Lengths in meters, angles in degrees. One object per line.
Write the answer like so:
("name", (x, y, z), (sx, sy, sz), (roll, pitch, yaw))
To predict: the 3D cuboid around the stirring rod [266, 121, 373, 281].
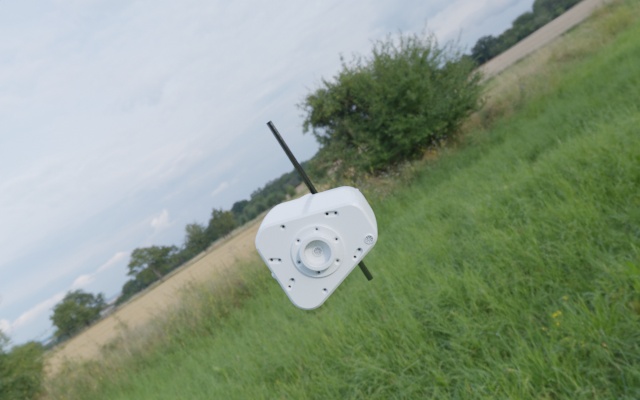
("stirring rod", (0.000, 0.002, 0.610), (0.011, 0.239, 0.011), (-33, 5, 3))
